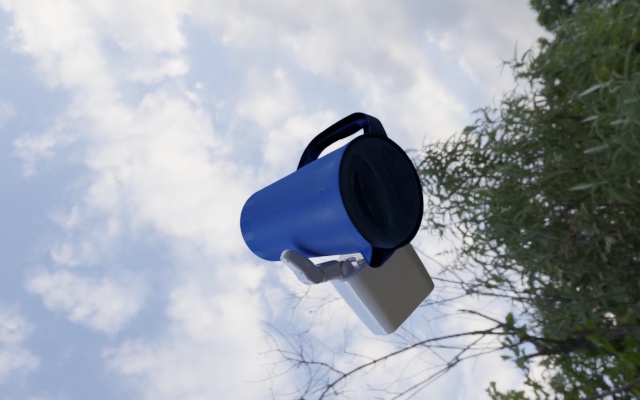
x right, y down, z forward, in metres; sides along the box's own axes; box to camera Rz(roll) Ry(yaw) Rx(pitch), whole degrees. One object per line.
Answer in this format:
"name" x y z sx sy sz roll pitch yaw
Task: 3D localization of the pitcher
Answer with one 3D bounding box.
"pitcher" 0.000 0.002 0.613 0.243 0.145 0.149 -18 23 49
